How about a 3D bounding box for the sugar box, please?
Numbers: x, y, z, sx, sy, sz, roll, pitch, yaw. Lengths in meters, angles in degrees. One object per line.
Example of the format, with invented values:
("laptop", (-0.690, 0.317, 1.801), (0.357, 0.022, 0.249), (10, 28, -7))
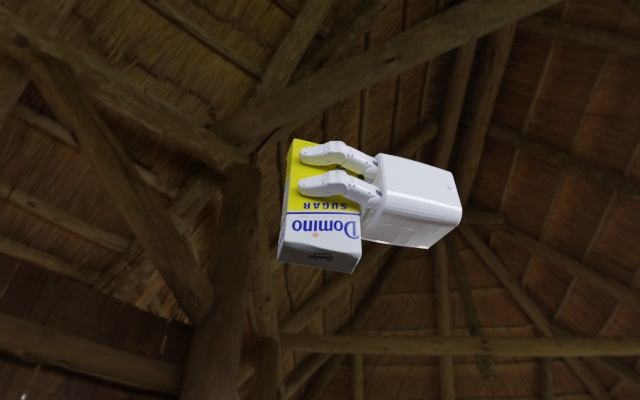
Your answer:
("sugar box", (0.000, 0.002, 0.600), (0.093, 0.176, 0.048), (11, -46, -11))
